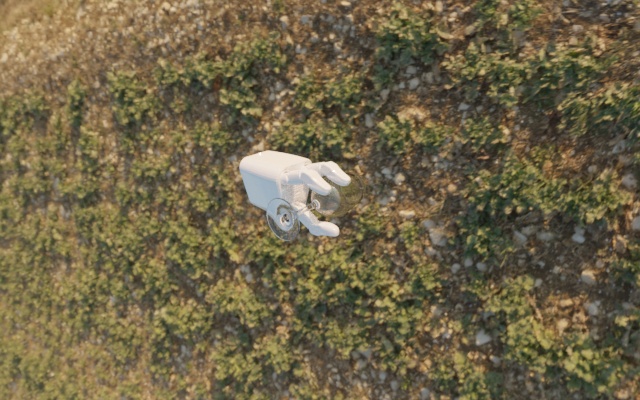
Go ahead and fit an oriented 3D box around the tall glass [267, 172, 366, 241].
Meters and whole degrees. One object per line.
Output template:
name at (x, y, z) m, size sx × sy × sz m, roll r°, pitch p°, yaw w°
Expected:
tall glass at (0.000, 0.003, 0.854) m, size 0.079 × 0.079 × 0.201 m, roll 0°, pitch 17°, yaw 42°
